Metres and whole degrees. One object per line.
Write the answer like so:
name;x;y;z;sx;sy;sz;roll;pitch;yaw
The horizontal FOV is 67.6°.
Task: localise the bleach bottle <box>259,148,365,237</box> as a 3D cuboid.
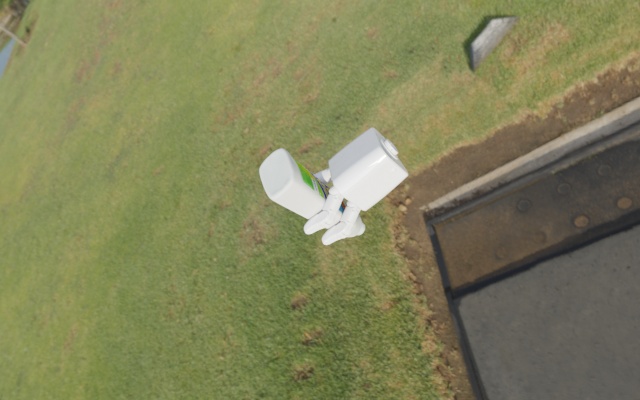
bleach bottle;0.000;0.003;0.898;0.068;0.102;0.251;-40;-44;18
